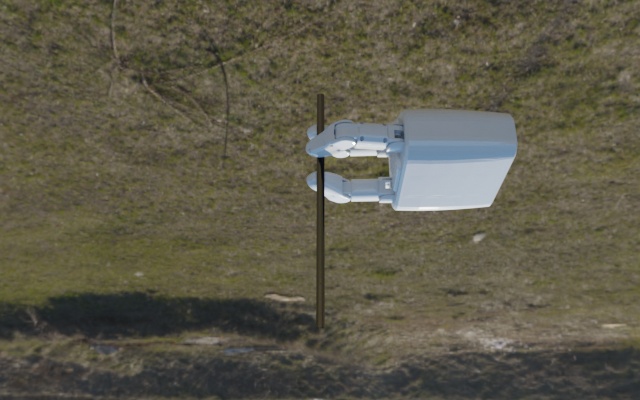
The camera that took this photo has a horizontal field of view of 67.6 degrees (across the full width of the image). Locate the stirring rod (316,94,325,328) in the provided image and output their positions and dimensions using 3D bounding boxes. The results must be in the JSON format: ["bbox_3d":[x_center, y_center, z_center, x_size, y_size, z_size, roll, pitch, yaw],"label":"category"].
[{"bbox_3d":[0.000,0.001,0.470,0.011,0.239,0.011,0,-19,0],"label":"stirring rod"}]
